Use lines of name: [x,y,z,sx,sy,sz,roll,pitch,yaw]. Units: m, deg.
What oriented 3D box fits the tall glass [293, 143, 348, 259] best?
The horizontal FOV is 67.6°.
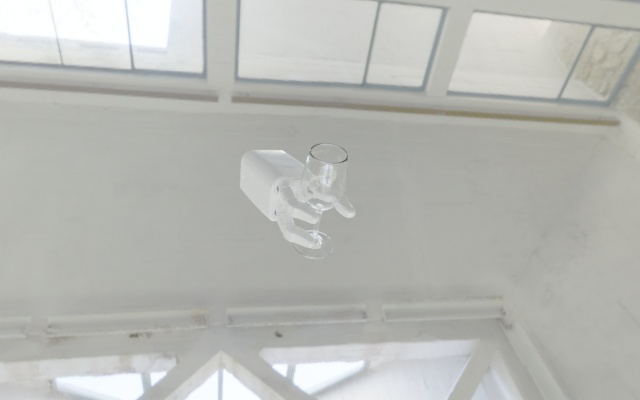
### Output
tall glass: [0.000,0.003,0.820,0.079,0.201,0.079,6,37,-5]
